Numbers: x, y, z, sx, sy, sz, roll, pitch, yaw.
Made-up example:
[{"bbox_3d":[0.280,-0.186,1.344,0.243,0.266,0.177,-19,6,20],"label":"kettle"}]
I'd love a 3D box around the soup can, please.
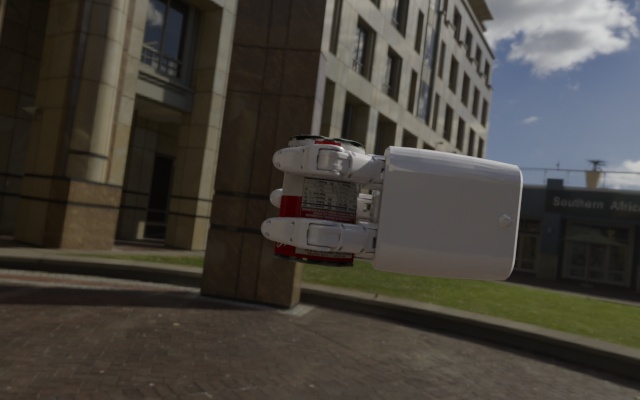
[{"bbox_3d":[0.000,0.001,0.405,0.068,0.102,0.068,7,-3,0],"label":"soup can"}]
